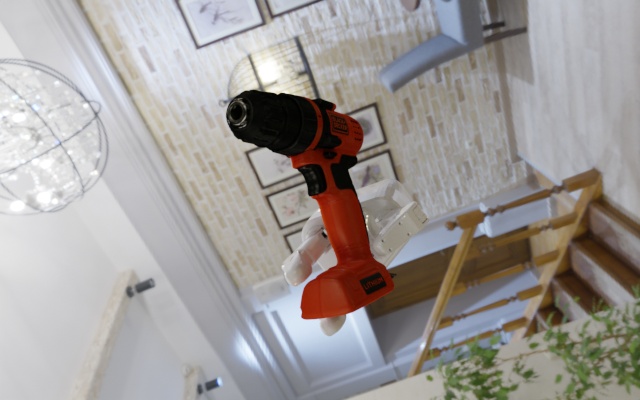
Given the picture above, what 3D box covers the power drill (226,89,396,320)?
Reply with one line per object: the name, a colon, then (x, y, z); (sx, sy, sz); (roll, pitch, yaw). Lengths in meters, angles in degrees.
power drill: (0.000, 0.002, 0.413); (0.057, 0.187, 0.184); (-15, -6, 30)
